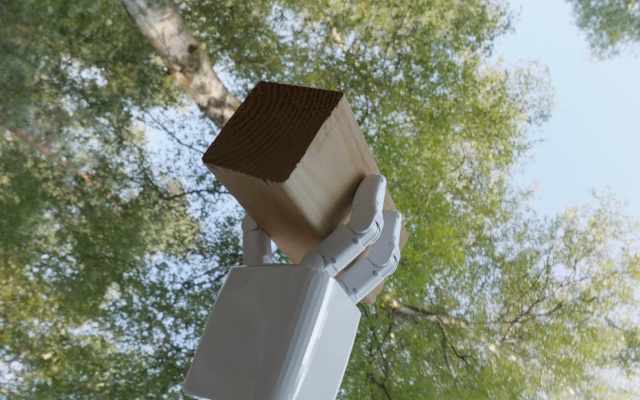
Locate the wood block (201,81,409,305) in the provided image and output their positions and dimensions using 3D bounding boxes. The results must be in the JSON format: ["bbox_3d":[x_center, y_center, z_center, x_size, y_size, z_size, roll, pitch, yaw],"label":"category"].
[{"bbox_3d":[0.000,0.002,0.434,0.091,0.090,0.206,17,-26,34],"label":"wood block"}]
